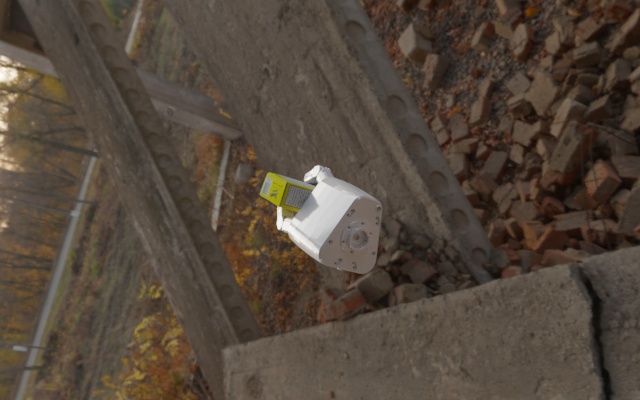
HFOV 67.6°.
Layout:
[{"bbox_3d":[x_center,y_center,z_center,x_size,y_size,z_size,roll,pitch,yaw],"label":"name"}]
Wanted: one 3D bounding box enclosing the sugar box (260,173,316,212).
[{"bbox_3d":[0.000,0.003,0.774,0.176,0.048,0.093,18,5,-28],"label":"sugar box"}]
